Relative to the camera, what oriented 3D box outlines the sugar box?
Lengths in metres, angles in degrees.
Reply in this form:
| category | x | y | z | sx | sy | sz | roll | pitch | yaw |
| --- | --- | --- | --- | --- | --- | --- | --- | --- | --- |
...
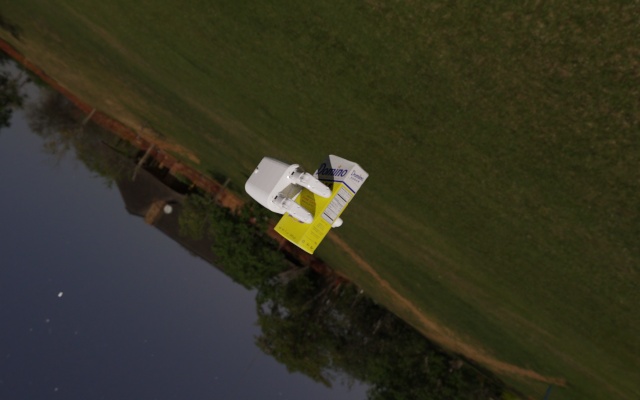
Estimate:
| category | x | y | z | sx | sy | sz | roll | pitch | yaw |
| --- | --- | --- | --- | --- | --- | --- | --- | --- | --- |
| sugar box | 0.000 | 0.003 | 0.860 | 0.048 | 0.176 | 0.093 | 38 | -7 | -36 |
